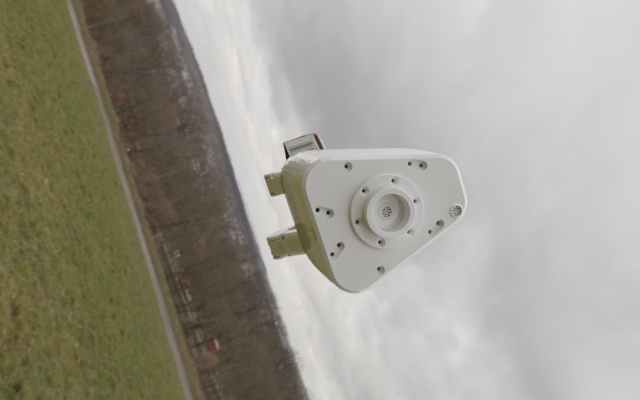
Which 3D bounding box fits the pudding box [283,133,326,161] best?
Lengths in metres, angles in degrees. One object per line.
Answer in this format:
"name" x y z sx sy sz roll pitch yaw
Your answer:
"pudding box" 0.000 0.002 0.483 0.039 0.113 0.090 -19 -20 -7
